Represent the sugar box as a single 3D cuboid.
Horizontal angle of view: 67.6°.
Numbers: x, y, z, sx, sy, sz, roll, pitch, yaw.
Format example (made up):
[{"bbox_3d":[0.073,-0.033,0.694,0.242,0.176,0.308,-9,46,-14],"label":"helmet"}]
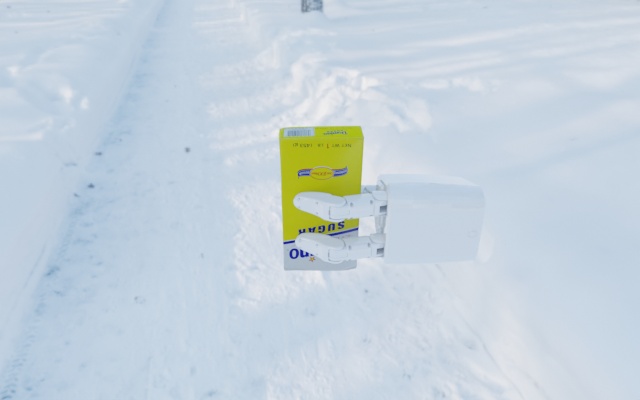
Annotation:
[{"bbox_3d":[0.000,0.002,0.560,0.093,0.176,0.048,-1,27,-1],"label":"sugar box"}]
